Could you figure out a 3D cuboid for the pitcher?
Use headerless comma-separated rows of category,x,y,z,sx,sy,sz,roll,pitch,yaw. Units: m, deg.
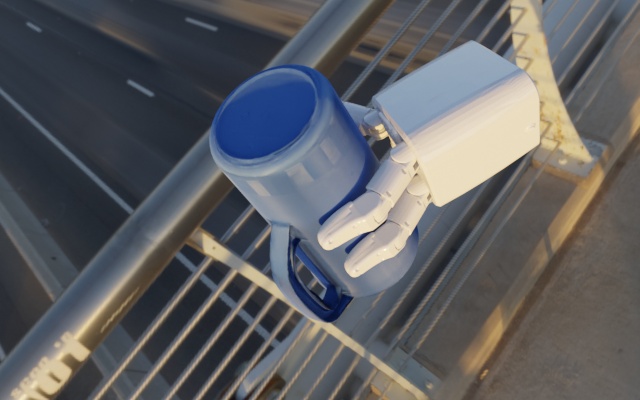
pitcher,0.000,0.001,0.450,0.145,0.149,0.243,-31,-37,6
